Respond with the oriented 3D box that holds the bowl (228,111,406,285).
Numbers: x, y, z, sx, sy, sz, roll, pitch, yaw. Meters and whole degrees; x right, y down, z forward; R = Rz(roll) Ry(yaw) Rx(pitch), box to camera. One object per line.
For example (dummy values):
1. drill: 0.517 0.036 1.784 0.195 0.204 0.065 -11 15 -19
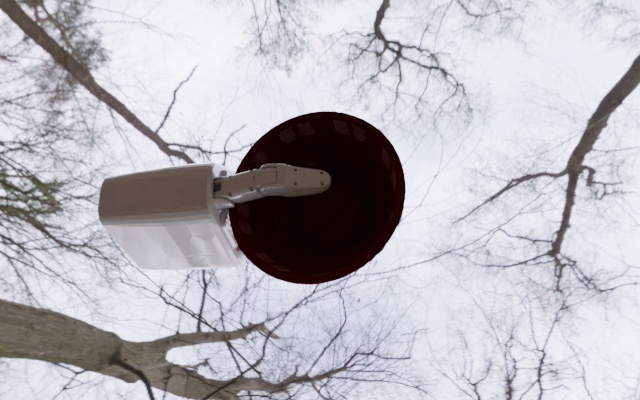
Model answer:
1. bowl: 0.001 0.002 0.439 0.162 0.162 0.055 0 -20 17
